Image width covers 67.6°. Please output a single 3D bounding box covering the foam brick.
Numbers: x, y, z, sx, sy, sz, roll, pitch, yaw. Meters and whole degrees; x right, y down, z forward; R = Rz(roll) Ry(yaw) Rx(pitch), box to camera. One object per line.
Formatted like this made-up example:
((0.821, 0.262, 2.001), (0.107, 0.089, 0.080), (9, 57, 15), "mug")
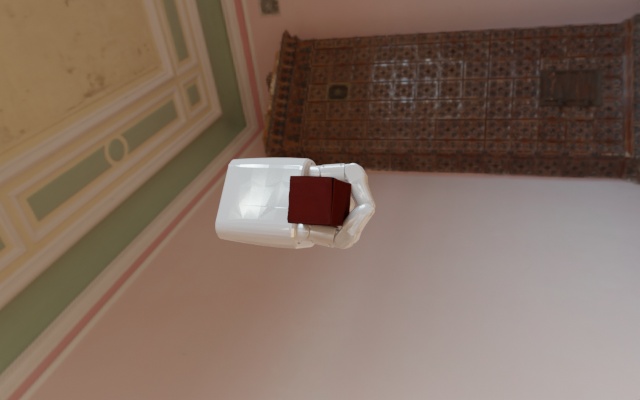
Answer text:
((0.000, 0.002, 0.539), (0.051, 0.053, 0.078), (4, -2, 17), "foam brick")
